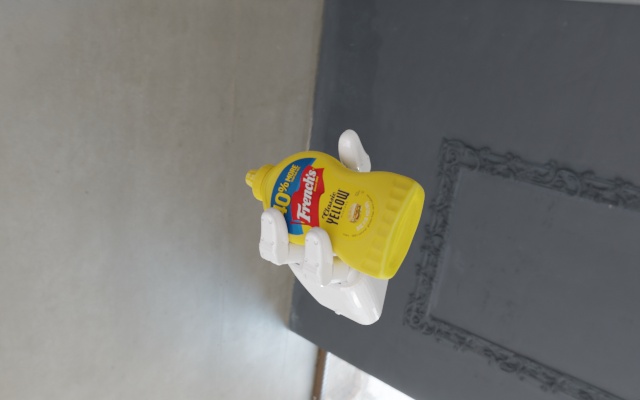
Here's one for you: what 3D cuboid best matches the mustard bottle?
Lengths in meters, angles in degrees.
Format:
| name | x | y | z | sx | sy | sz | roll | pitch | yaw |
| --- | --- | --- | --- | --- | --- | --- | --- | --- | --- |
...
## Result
| name | x | y | z | sx | sy | sz | roll | pitch | yaw |
| --- | --- | --- | --- | --- | --- | --- | --- | --- | --- |
| mustard bottle | 0.000 | 0.002 | 0.480 | 0.191 | 0.096 | 0.058 | 20 | -1 | 31 |
